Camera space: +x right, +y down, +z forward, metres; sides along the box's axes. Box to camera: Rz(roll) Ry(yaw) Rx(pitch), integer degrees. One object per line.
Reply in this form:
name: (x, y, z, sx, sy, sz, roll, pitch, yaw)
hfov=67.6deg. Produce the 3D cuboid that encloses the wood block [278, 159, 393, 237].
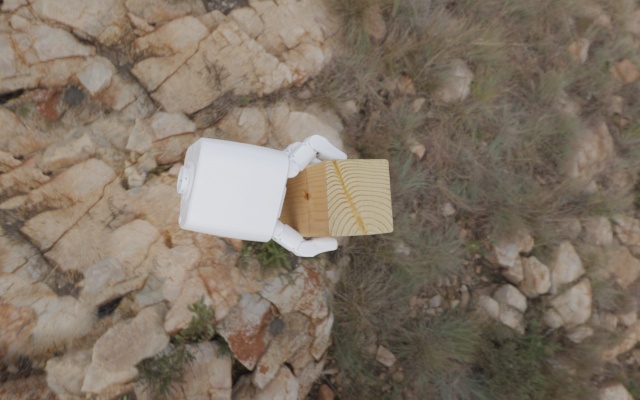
wood block: (0.000, 0.002, 0.649, 0.090, 0.091, 0.206, -2, -2, -27)
